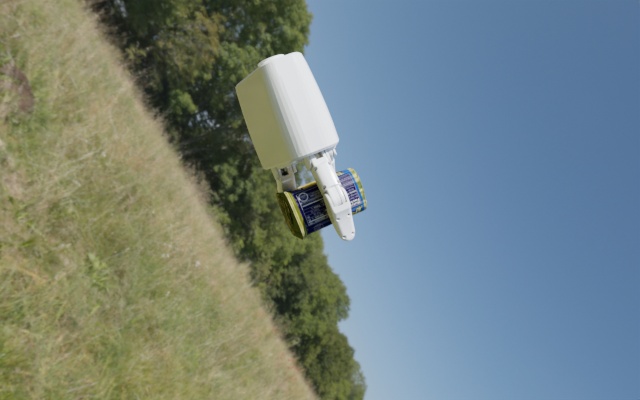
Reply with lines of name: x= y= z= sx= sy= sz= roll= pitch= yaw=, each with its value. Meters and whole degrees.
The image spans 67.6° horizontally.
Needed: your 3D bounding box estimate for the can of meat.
can of meat: x=0.000 y=0.002 z=0.567 sx=0.084 sy=0.057 sz=0.102 roll=-23 pitch=5 yaw=-11
